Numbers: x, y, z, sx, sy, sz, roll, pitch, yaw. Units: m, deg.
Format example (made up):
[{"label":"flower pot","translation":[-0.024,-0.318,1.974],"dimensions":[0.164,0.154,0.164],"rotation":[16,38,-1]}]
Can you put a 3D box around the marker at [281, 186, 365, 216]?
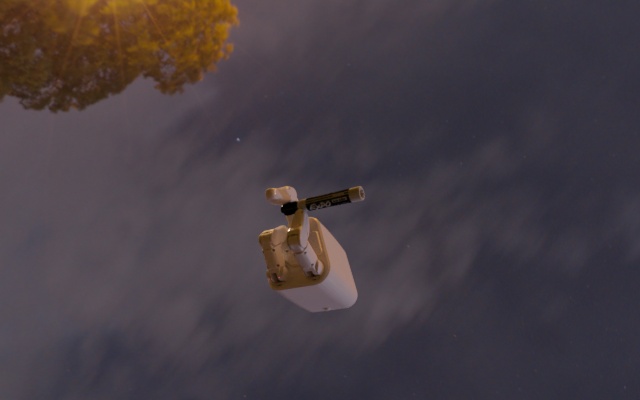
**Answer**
[{"label":"marker","translation":[0.000,0.002,0.640],"dimensions":[0.121,0.020,0.020],"rotation":[-12,-5,25]}]
